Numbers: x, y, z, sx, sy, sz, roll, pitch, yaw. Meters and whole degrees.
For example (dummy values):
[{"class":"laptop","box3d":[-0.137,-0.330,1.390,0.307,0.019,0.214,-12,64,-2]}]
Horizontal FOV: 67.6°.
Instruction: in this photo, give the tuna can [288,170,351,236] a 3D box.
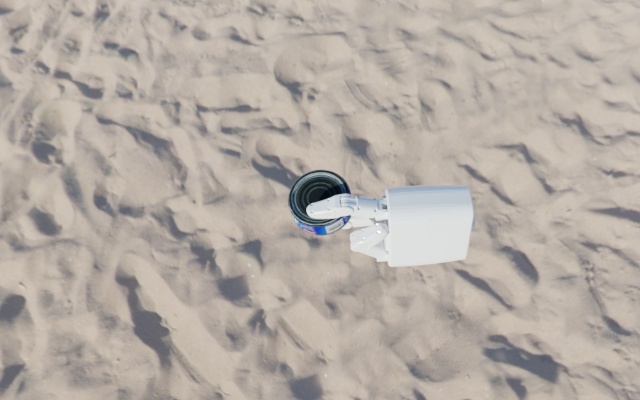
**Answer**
[{"class":"tuna can","box3d":[0.000,0.002,0.640,0.086,0.086,0.034,0,-26,9]}]
